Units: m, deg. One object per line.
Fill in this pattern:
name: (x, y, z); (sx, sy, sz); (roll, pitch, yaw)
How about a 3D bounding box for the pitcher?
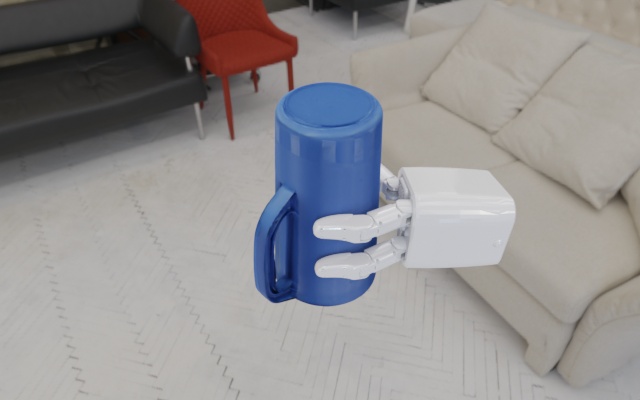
pitcher: (0.000, 0.002, 0.540); (0.145, 0.243, 0.149); (1, 40, 1)
